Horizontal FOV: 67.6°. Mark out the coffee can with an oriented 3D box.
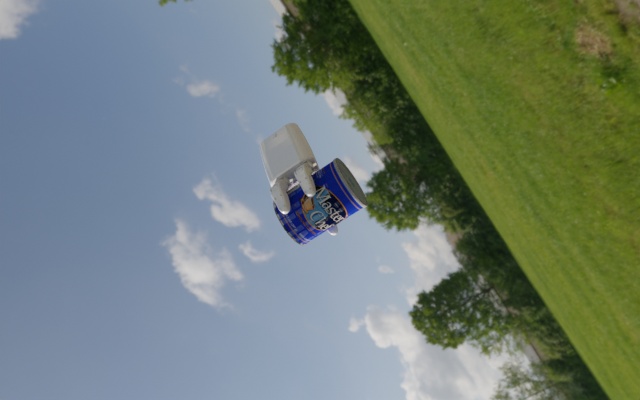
[{"bbox_3d":[0.000,0.003,0.870,0.140,0.103,0.103,-33,-9,13],"label":"coffee can"}]
